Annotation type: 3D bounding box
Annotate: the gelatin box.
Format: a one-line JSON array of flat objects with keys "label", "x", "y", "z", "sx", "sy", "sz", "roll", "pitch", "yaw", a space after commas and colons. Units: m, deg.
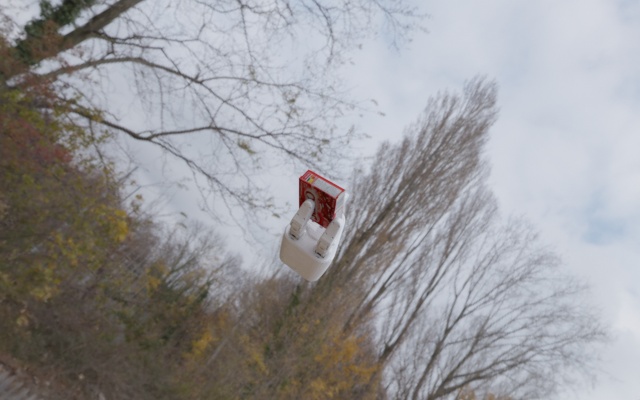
[{"label": "gelatin box", "x": 0.000, "y": 0.002, "z": 0.774, "sx": 0.073, "sy": 0.089, "sz": 0.030, "roll": 31, "pitch": 54, "yaw": 21}]
